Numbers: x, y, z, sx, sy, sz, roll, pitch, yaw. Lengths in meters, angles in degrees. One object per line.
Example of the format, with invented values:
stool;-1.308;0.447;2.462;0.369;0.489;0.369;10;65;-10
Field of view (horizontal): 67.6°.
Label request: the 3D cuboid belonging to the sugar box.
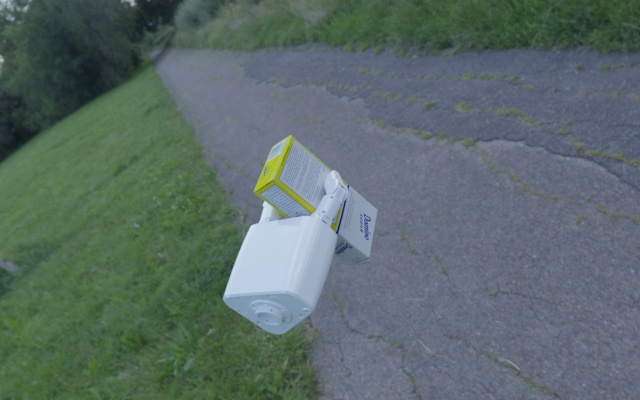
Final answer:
sugar box;0.000;0.002;0.643;0.048;0.093;0.176;-27;-57;37
